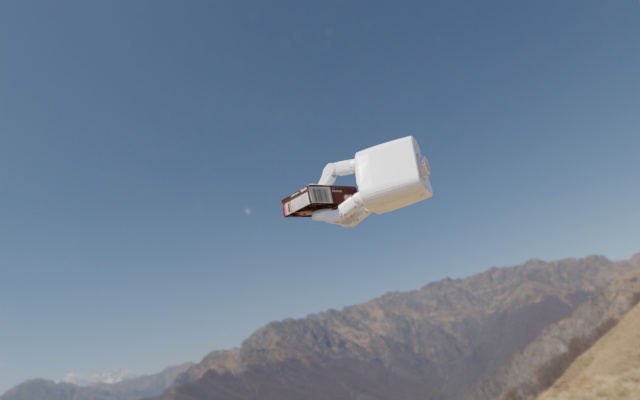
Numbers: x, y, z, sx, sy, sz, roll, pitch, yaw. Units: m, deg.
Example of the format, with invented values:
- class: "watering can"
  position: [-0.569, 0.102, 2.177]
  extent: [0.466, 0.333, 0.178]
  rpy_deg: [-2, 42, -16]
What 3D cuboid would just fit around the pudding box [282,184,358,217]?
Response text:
- class: "pudding box"
  position: [0.000, 0.003, 0.869]
  extent: [0.113, 0.039, 0.090]
  rpy_deg: [3, -20, -37]
